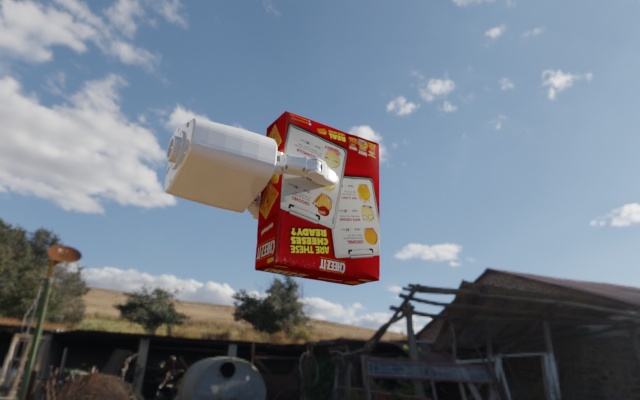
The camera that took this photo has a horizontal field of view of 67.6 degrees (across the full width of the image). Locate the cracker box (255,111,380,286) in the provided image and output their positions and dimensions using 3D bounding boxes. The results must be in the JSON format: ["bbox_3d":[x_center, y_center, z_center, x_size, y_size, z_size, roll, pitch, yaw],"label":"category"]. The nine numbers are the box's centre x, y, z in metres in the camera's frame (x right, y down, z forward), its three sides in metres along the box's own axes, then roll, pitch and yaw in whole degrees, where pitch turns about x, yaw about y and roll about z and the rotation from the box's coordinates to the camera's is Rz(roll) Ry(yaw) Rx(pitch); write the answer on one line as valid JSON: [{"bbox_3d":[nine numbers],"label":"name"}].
[{"bbox_3d":[0.000,0.002,0.674,0.164,0.213,0.072,14,-23,-29],"label":"cracker box"}]
